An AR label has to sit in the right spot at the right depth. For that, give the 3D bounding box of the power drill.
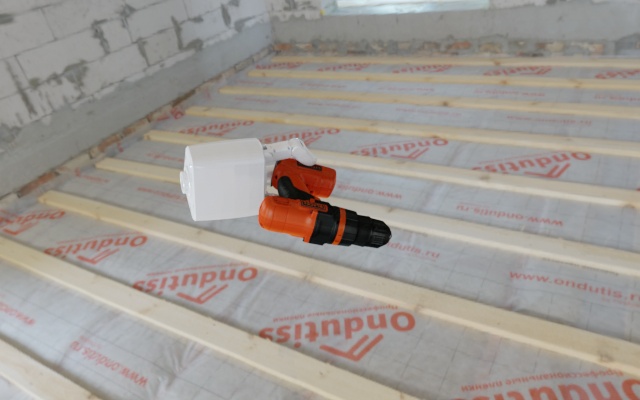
[{"bbox_3d":[0.000,0.002,0.701,0.184,0.057,0.187,13,21,-14],"label":"power drill"}]
